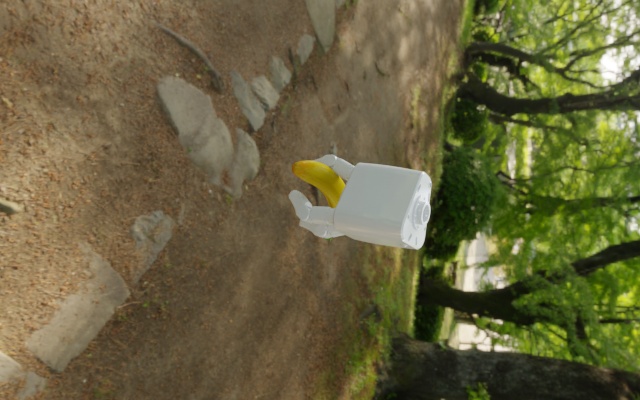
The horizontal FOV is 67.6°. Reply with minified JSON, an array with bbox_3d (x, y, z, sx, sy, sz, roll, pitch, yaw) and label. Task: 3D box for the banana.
[{"bbox_3d":[0.012,-0.009,0.760,0.037,0.069,0.198,25,-25,35],"label":"banana"}]
